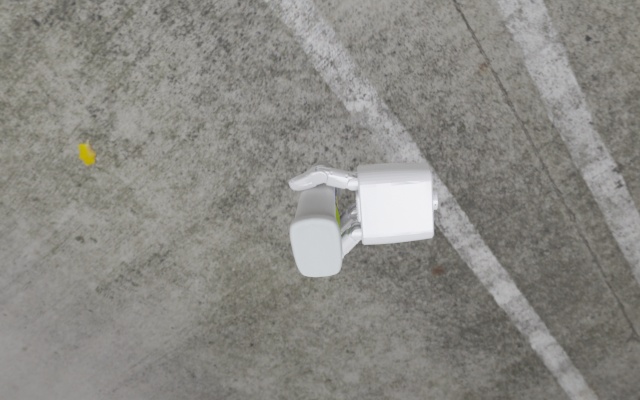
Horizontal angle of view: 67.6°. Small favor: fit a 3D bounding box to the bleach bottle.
[{"bbox_3d":[0.000,0.003,0.745,0.068,0.103,0.250,-5,32,6],"label":"bleach bottle"}]
